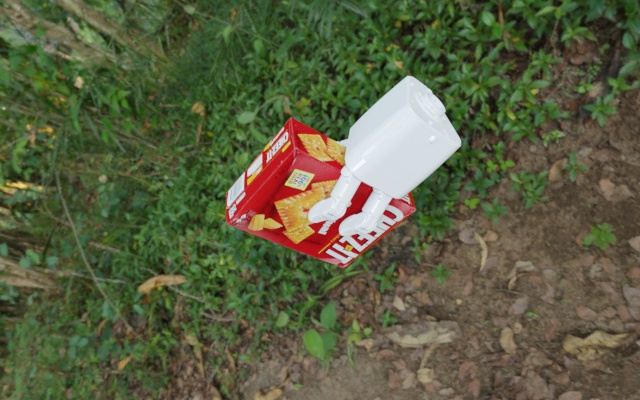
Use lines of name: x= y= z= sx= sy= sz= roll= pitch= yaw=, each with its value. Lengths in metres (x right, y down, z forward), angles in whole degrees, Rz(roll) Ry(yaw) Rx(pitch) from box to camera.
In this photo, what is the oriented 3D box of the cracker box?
cracker box: x=0.000 y=0.002 z=0.669 sx=0.214 sy=0.072 sz=0.164 roll=25 pitch=-52 yaw=-31
